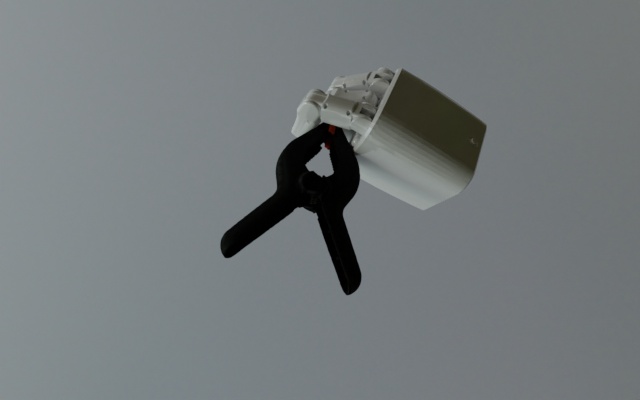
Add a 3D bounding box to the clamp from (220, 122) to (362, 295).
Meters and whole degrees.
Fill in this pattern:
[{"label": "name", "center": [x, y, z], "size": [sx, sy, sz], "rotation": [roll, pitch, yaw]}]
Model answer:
[{"label": "clamp", "center": [0.000, 0.002, 0.432], "size": [0.120, 0.171, 0.039], "rotation": [28, -29, -2]}]
